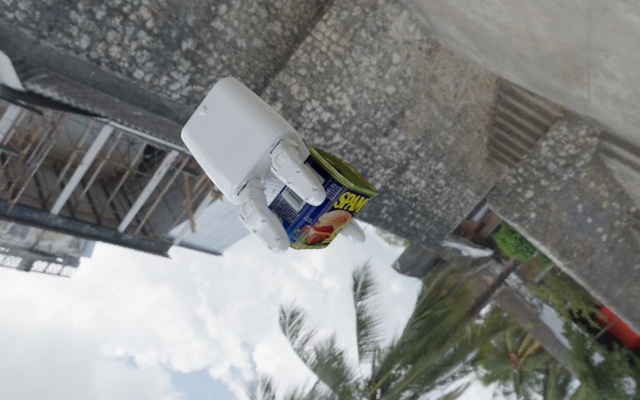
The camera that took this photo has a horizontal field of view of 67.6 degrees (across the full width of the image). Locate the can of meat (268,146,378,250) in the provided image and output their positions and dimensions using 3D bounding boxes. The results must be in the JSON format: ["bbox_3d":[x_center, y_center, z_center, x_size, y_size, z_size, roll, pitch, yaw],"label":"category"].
[{"bbox_3d":[0.000,0.002,0.475,0.057,0.084,0.102,45,13,21],"label":"can of meat"}]
